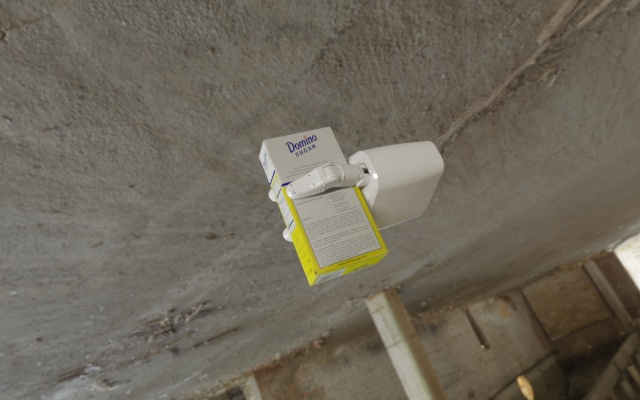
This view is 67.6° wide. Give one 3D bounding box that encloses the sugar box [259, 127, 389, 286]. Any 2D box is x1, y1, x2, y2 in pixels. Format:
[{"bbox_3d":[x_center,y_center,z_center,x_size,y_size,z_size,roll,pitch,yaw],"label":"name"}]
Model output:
[{"bbox_3d":[0.000,0.002,0.567,0.093,0.176,0.048,-14,-23,-22],"label":"sugar box"}]
